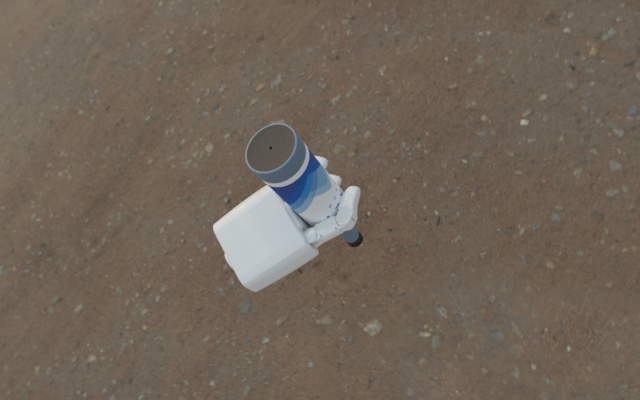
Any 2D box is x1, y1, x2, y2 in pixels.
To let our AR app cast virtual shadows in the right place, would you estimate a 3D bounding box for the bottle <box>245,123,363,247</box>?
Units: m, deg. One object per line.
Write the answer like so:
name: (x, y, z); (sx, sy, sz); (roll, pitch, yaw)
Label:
bottle: (0.000, 0.002, 0.660); (0.069, 0.069, 0.296); (0, -25, 25)
